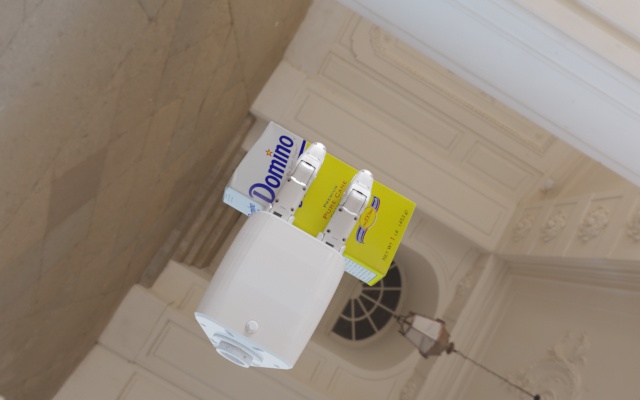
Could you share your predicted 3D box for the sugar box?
[{"bbox_3d":[0.000,0.002,0.488,0.176,0.093,0.048,30,-28,-3],"label":"sugar box"}]
